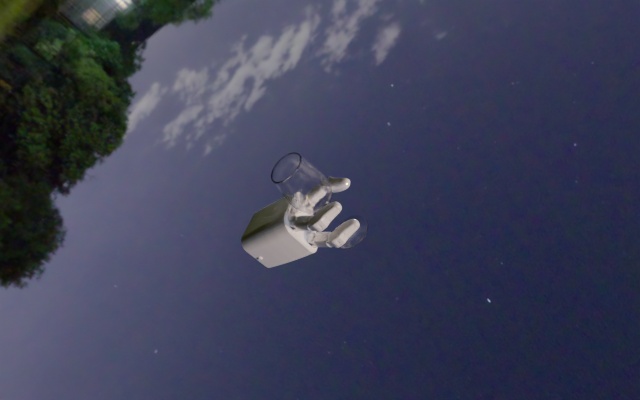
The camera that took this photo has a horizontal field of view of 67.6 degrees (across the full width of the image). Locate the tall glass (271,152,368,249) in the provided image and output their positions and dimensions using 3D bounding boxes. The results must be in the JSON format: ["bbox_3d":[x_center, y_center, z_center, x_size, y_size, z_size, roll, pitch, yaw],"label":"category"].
[{"bbox_3d":[0.001,0.003,0.829,0.079,0.079,0.201,0,-35,43],"label":"tall glass"}]
